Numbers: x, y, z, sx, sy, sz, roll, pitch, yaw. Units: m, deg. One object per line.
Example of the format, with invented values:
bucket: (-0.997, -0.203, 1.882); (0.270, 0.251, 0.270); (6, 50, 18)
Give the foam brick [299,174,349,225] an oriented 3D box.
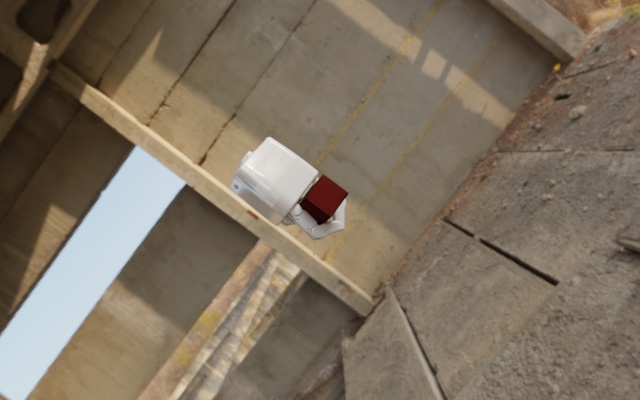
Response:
foam brick: (0.000, 0.002, 0.772); (0.051, 0.053, 0.078); (38, -23, -3)
